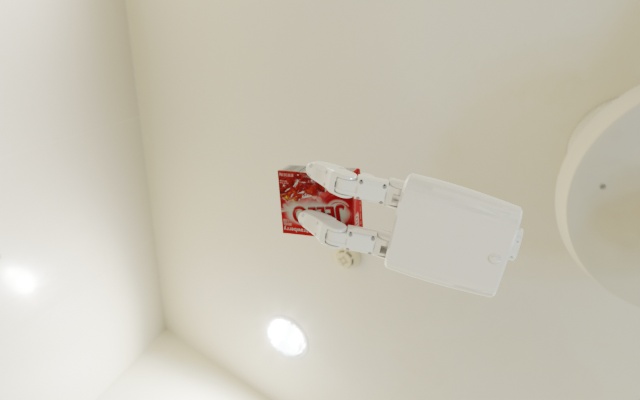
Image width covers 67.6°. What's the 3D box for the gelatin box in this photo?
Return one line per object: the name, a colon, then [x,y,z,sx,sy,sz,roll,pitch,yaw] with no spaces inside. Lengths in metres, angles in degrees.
gelatin box: [0.000,0.002,0.514,0.089,0.073,0.030,5,20,25]
